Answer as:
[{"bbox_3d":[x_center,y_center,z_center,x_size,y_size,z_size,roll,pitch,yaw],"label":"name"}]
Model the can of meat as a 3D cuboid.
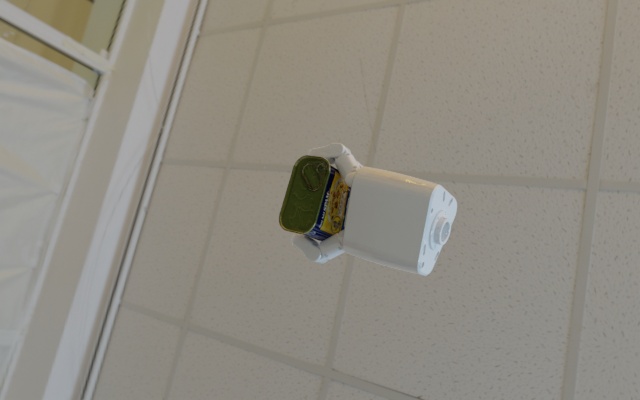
[{"bbox_3d":[0.000,0.002,0.637,0.057,0.102,0.084,10,-9,34],"label":"can of meat"}]
